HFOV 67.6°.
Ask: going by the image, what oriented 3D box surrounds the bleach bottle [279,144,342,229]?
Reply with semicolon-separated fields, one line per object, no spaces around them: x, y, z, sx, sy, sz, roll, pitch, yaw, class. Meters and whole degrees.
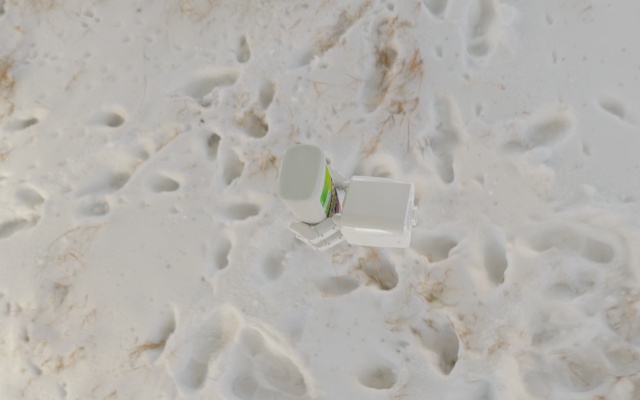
0.000;0.003;0.836;0.068;0.102;0.251;3;-20;17;bleach bottle
